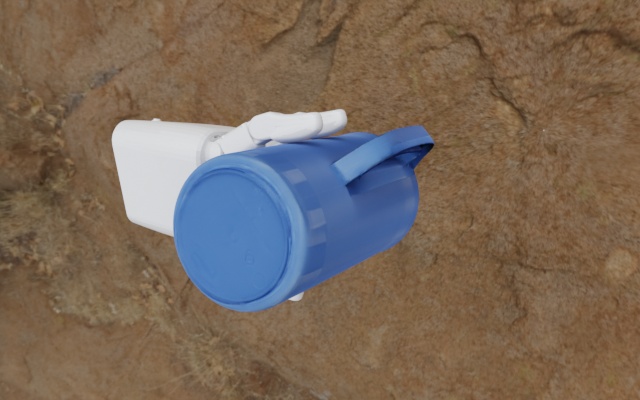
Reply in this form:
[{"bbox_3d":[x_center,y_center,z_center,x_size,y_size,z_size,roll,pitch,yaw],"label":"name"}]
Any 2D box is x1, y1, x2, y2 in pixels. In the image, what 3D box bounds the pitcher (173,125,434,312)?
[{"bbox_3d":[0.000,0.001,0.413,0.145,0.149,0.243,12,13,23],"label":"pitcher"}]
